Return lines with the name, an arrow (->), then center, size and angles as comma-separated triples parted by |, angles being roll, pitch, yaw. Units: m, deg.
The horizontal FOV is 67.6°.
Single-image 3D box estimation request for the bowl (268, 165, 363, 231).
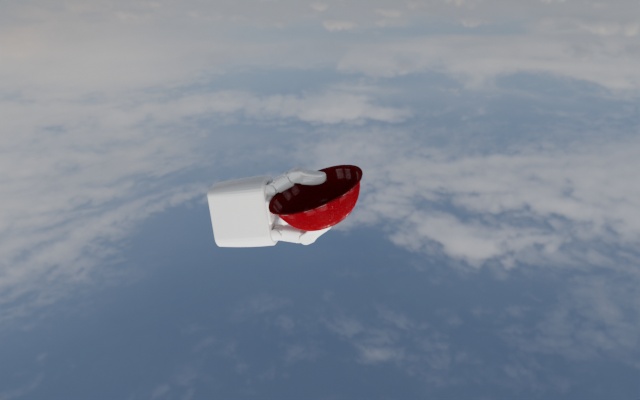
bowl -> 0.001, 0.003, 0.771 | 0.162, 0.055, 0.162 | -20, 21, 8
